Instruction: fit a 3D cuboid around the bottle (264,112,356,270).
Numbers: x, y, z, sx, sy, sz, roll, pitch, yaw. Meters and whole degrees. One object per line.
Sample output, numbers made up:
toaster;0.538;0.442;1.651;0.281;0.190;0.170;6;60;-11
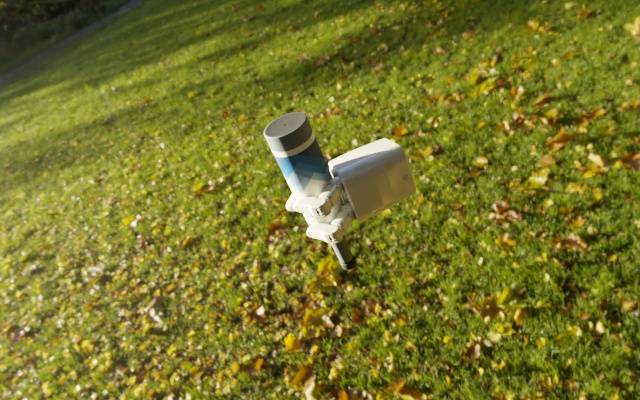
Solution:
bottle;0.000;0.002;0.762;0.069;0.296;0.069;-16;35;12
